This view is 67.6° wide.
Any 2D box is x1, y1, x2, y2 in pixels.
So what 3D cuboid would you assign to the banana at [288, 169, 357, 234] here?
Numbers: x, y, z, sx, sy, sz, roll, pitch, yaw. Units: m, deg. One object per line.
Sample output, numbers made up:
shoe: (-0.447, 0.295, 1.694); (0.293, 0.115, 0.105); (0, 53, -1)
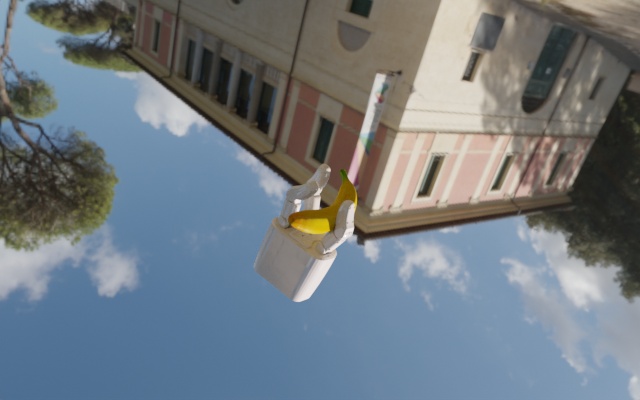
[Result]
banana: (0.015, 0.014, 0.759); (0.037, 0.069, 0.197); (-50, -4, 34)
